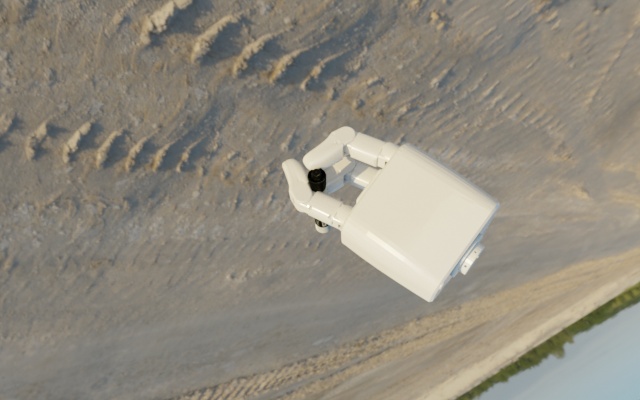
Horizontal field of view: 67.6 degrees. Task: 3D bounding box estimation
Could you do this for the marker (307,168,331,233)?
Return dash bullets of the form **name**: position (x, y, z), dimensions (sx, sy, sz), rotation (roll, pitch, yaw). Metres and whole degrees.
- **marker**: position (0.000, 0.002, 0.516), dimensions (0.020, 0.020, 0.121), rotation (0, -29, 4)
